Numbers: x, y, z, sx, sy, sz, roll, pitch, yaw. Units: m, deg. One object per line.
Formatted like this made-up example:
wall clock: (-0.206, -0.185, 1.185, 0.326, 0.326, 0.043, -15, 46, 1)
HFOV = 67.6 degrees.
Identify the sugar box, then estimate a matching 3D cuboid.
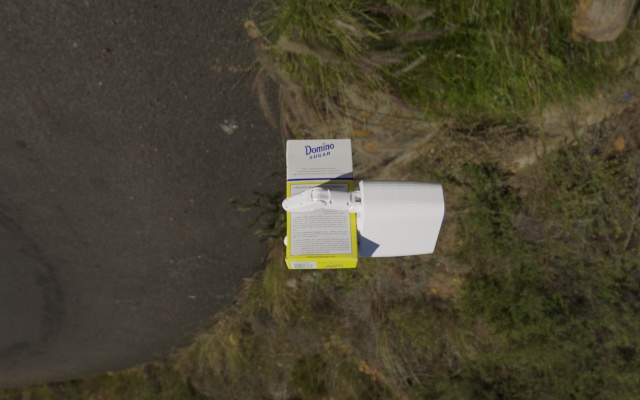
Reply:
sugar box: (0.000, 0.002, 0.650, 0.093, 0.176, 0.048, 0, -25, 0)
